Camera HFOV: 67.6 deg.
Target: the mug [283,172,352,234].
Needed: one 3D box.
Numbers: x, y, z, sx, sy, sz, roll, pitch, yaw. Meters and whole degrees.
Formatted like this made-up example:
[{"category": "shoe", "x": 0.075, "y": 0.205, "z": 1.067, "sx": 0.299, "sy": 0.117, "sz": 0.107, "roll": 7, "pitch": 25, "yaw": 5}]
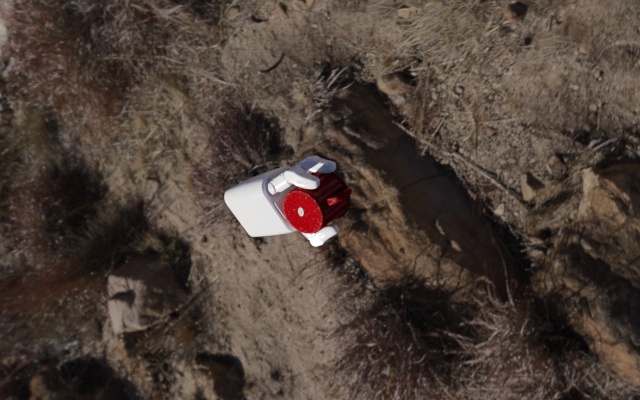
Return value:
[{"category": "mug", "x": 0.001, "y": 0.002, "z": 0.797, "sx": 0.117, "sy": 0.093, "sz": 0.081, "roll": -15, "pitch": 14, "yaw": 39}]
